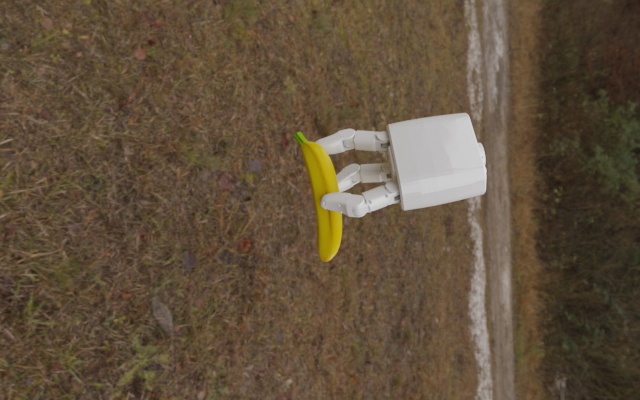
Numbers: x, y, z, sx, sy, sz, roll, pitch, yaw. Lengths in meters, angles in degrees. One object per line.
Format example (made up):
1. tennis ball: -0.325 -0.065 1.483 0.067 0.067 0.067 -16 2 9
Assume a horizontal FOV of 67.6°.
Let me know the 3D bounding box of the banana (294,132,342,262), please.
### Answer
1. banana: 0.005 0.004 0.659 0.037 0.198 0.069 -14 19 -14
